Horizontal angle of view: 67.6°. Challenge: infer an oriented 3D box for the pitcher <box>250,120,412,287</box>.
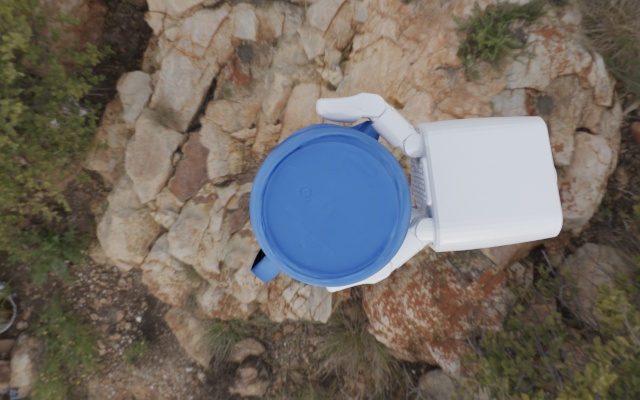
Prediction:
[{"bbox_3d":[0.000,0.001,0.426,0.145,0.149,0.243,-4,6,1],"label":"pitcher"}]
